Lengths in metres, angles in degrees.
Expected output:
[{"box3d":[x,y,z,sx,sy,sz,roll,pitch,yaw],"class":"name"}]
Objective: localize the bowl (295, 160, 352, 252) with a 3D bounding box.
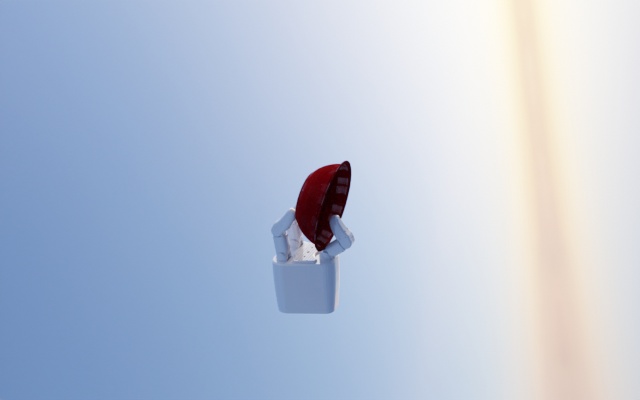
[{"box3d":[0.000,0.001,0.816,0.055,0.162,0.162,18,5,15],"class":"bowl"}]
